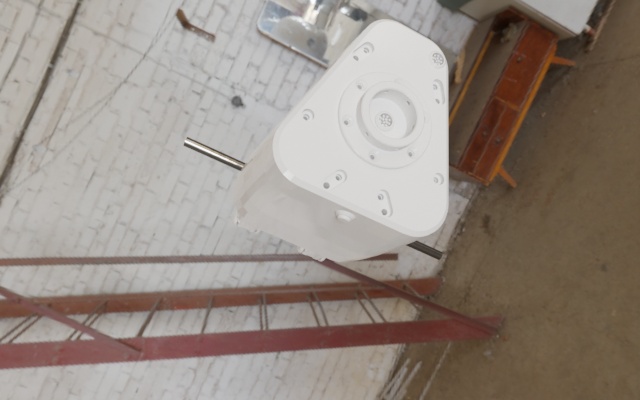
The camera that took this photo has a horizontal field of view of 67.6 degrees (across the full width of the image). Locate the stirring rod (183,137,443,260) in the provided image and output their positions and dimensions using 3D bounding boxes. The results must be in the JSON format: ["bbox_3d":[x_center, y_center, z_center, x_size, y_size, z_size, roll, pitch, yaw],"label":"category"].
[{"bbox_3d":[0.000,0.001,0.404,0.239,0.011,0.011,24,-5,-12],"label":"stirring rod"}]
